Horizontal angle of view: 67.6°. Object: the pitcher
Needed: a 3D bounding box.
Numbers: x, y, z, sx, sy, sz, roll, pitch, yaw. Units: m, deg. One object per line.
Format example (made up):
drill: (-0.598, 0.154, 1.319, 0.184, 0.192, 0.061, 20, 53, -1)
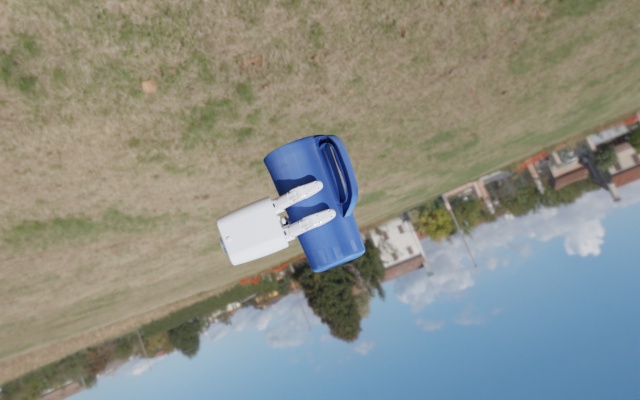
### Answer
pitcher: (0.000, 0.003, 0.900, 0.145, 0.243, 0.149, -21, -6, -5)
